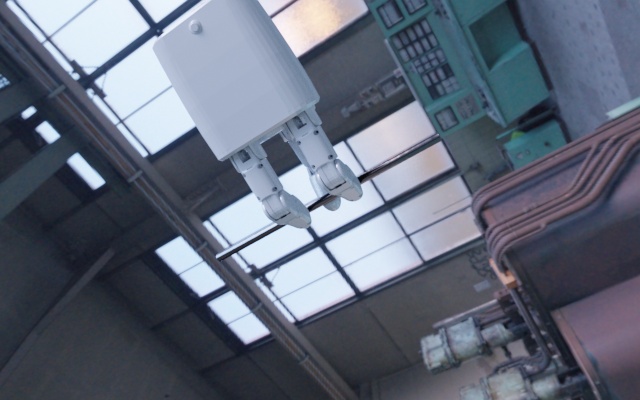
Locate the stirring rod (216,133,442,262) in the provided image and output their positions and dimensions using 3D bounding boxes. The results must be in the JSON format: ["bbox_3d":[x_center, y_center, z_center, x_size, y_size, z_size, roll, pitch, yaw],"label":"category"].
[{"bbox_3d":[0.000,0.001,0.439,0.239,0.011,0.011,-29,-9,17],"label":"stirring rod"}]
